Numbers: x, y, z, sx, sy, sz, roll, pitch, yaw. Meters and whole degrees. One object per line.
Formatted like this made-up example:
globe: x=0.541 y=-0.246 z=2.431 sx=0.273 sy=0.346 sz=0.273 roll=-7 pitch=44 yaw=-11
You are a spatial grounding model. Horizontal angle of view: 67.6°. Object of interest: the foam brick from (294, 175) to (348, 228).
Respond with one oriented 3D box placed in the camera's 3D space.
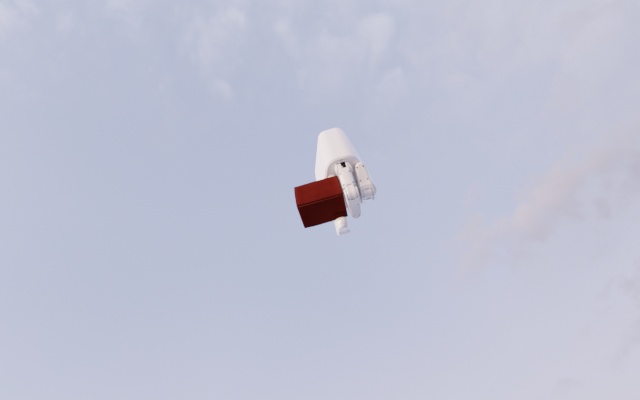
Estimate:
foam brick: x=0.000 y=0.003 z=0.790 sx=0.078 sy=0.053 sz=0.051 roll=-15 pitch=41 yaw=-1
